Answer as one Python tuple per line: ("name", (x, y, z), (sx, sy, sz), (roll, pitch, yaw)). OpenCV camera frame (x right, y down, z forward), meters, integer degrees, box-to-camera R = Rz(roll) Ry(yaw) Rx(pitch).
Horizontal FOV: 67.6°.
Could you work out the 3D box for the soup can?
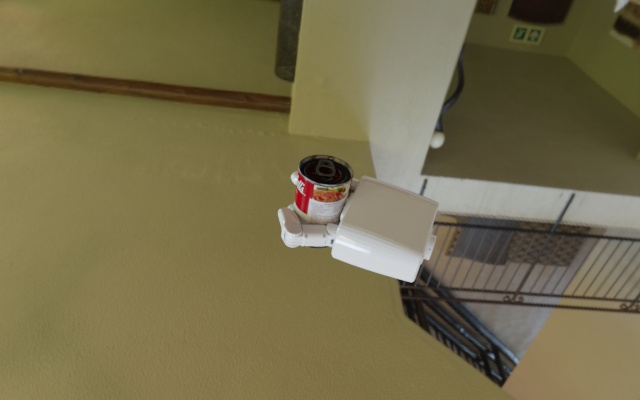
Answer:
("soup can", (0.000, 0.002, 0.611), (0.068, 0.102, 0.068), (6, 36, -5))
